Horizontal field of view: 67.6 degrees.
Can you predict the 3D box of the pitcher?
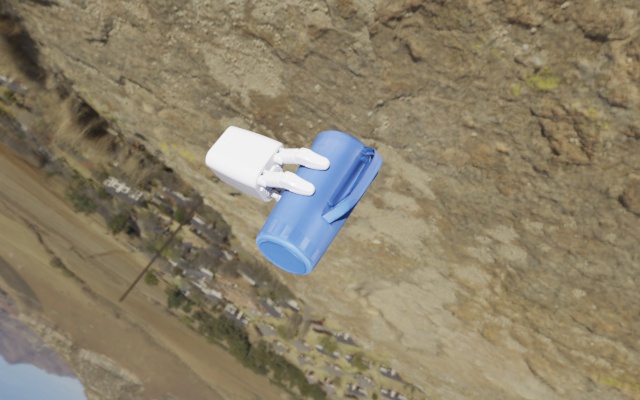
[{"bbox_3d":[0.000,0.003,0.826,0.145,0.242,0.149,24,-29,14],"label":"pitcher"}]
